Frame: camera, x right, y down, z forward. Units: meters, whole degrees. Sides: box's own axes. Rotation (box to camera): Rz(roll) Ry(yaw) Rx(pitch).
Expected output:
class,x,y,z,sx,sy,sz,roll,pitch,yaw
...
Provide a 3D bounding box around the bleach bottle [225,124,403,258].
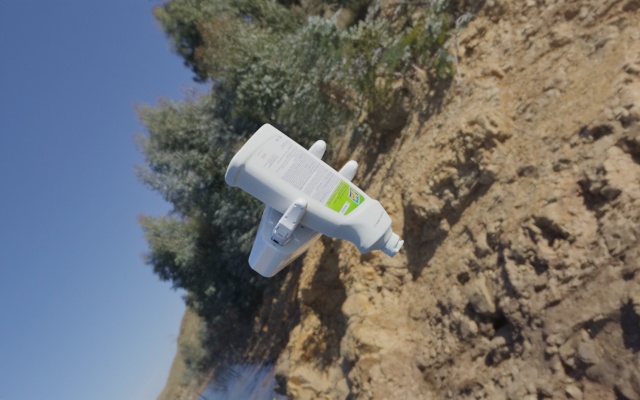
class,x,y,z,sx,sy,sz,roll,pitch,yaw
bleach bottle,0.000,0.002,0.659,0.251,0.102,0.068,35,-35,0
